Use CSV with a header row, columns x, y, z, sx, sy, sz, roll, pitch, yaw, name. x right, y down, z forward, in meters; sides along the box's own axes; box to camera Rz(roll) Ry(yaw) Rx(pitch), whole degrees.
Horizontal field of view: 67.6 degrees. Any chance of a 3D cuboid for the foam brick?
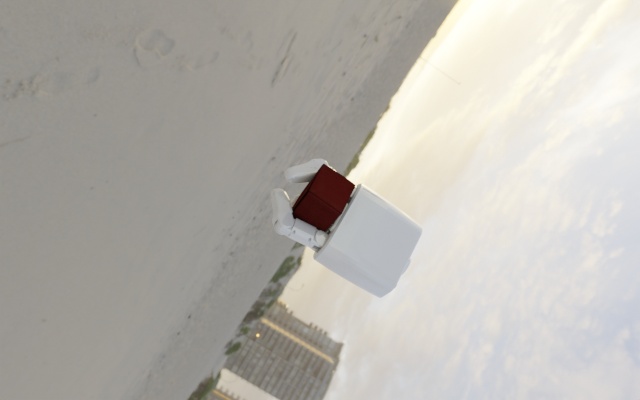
x,y,z,sx,sy,sz,roll,pitch,yaw,name
0.000,0.002,0.609,0.051,0.053,0.078,33,-38,-5,foam brick
